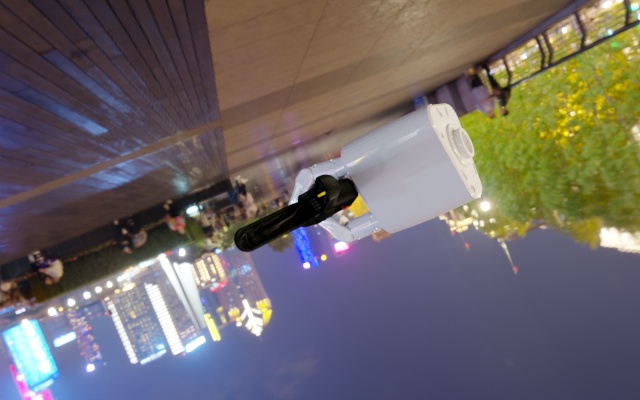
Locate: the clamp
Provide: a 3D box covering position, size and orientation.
[{"bbox_3d":[0.000,0.002,0.496,0.120,0.039,0.171,-27,-2,33],"label":"clamp"}]
